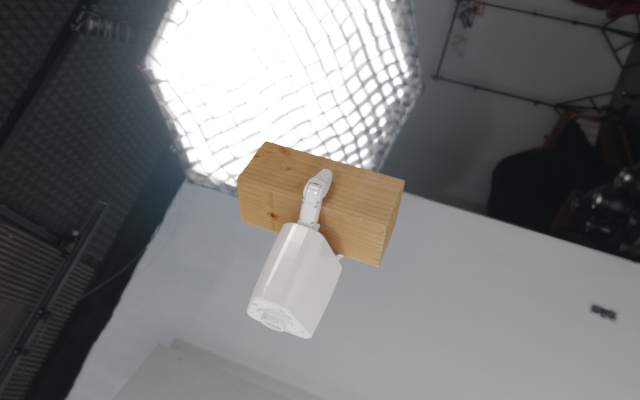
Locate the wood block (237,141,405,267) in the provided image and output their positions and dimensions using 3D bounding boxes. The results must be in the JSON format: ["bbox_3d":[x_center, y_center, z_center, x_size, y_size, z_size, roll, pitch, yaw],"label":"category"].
[{"bbox_3d":[0.000,0.002,0.658,0.206,0.091,0.090,17,48,13],"label":"wood block"}]
